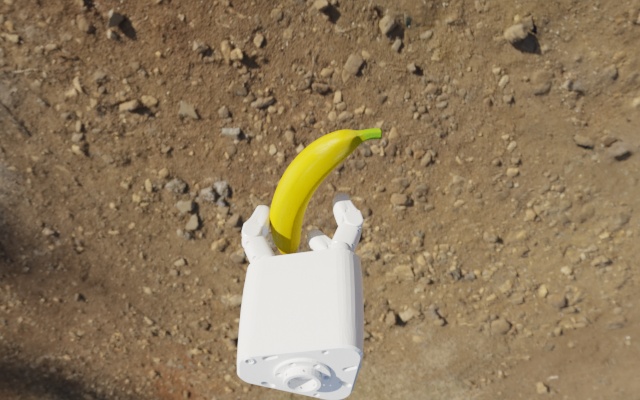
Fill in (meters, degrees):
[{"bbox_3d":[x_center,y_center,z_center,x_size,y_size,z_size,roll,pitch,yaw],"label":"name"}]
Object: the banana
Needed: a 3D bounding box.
[{"bbox_3d":[-0.014,-0.007,0.515,0.069,0.198,0.037,22,35,-22],"label":"banana"}]
